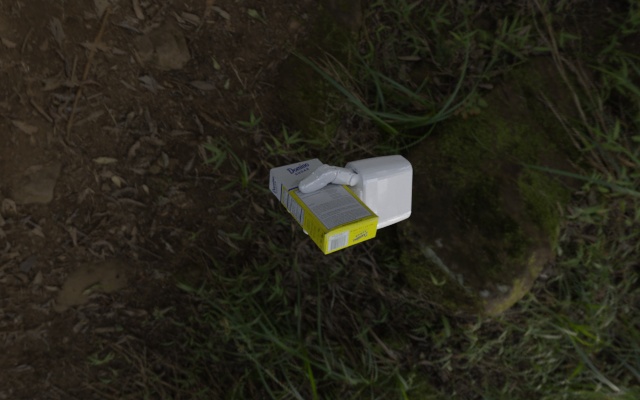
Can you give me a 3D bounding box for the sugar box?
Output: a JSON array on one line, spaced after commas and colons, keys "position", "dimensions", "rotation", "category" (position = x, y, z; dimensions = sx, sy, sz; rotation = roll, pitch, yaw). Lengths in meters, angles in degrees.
[{"position": [0.000, 0.003, 0.741], "dimensions": [0.093, 0.048, 0.176], "rotation": [-15, 40, -28], "category": "sugar box"}]
